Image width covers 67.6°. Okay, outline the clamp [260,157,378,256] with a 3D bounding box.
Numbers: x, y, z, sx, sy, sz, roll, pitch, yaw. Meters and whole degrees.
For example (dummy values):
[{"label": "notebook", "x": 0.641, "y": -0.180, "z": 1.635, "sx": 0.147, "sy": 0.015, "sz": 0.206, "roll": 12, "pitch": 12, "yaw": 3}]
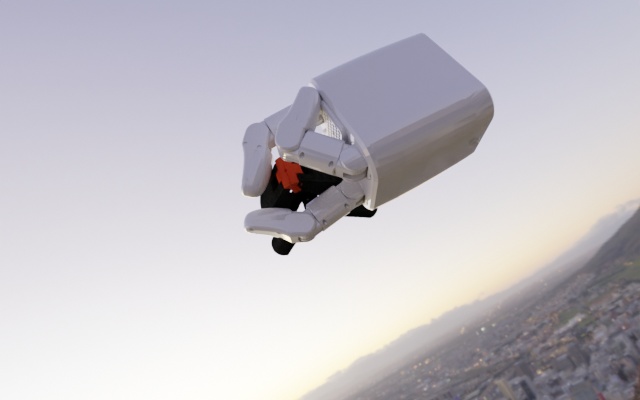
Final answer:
[{"label": "clamp", "x": 0.000, "y": 0.001, "z": 0.449, "sx": 0.120, "sy": 0.039, "sz": 0.171, "roll": -27, "pitch": -20, "yaw": -7}]
